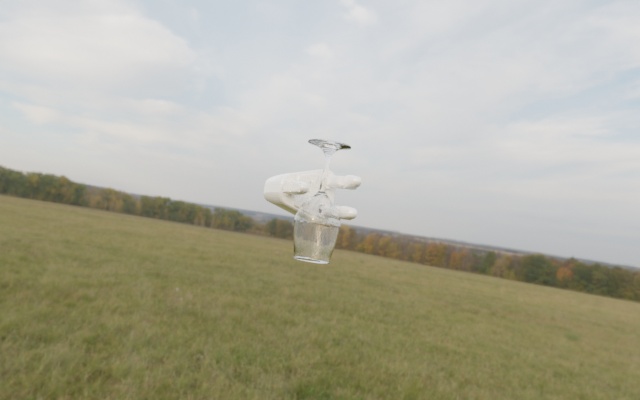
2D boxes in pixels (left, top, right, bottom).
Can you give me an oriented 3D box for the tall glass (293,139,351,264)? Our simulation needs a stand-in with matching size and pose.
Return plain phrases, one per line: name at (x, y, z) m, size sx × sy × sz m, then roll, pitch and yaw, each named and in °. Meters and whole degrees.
tall glass at (0.000, 0.002, 0.805) m, size 0.079 × 0.201 × 0.079 m, roll 9°, pitch -3°, yaw 0°
